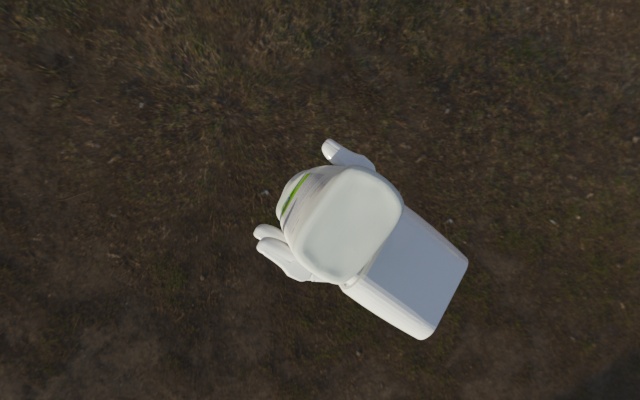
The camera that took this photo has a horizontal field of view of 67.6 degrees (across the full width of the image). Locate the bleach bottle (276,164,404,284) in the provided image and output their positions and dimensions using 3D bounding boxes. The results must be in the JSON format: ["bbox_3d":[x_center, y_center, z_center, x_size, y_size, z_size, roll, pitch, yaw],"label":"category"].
[{"bbox_3d":[0.000,0.002,0.507,0.068,0.102,0.250,37,2,-14],"label":"bleach bottle"}]
